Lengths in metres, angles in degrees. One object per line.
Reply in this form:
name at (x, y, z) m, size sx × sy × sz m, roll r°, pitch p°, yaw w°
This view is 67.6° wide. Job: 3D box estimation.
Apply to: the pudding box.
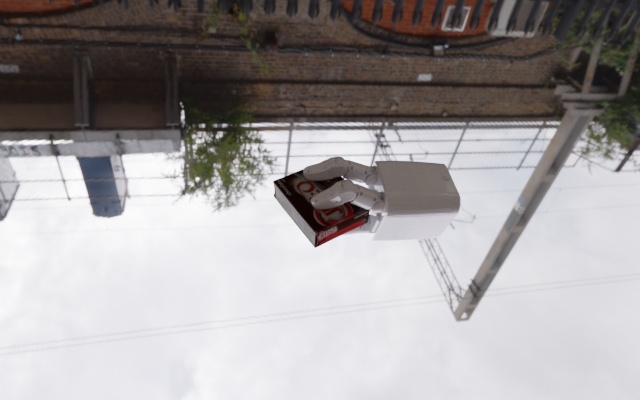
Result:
pudding box at (0.000, 0.002, 0.660) m, size 0.090 × 0.039 × 0.113 m, roll -23°, pitch 51°, yaw -26°
